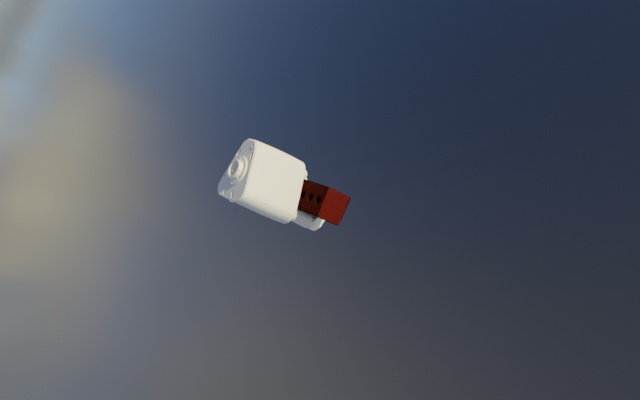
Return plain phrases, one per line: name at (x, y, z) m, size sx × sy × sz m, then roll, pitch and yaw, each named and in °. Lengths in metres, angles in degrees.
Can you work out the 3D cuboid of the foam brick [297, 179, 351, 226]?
foam brick at (0.000, 0.003, 0.799) m, size 0.051 × 0.053 × 0.078 m, roll 26°, pitch -4°, yaw -39°
